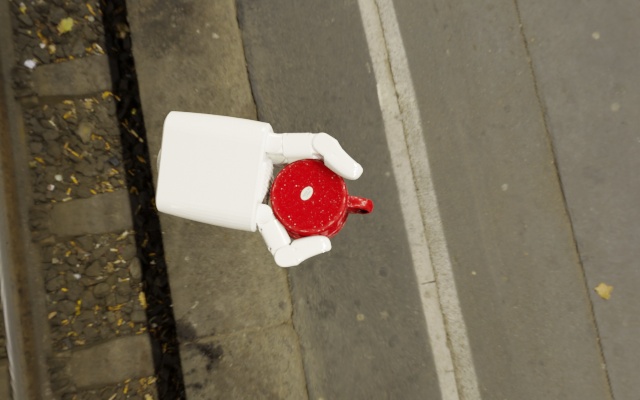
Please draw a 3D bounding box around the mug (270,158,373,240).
[{"bbox_3d":[0.002,0.002,0.532,0.117,0.093,0.081,9,-7,2],"label":"mug"}]
